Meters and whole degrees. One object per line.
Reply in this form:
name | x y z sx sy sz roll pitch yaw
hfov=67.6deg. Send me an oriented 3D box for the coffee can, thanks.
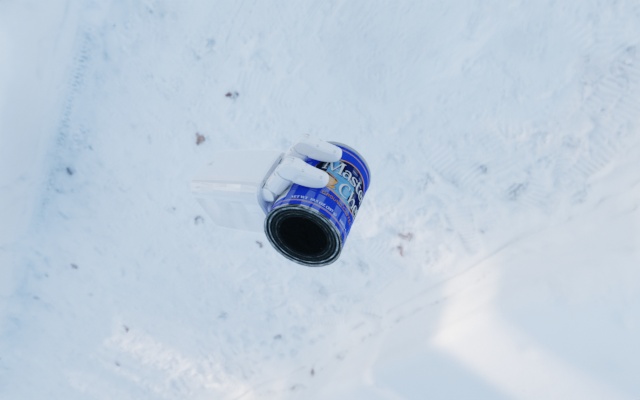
coffee can | 0.000 0.002 0.628 0.103 0.103 0.140 0 38 24
